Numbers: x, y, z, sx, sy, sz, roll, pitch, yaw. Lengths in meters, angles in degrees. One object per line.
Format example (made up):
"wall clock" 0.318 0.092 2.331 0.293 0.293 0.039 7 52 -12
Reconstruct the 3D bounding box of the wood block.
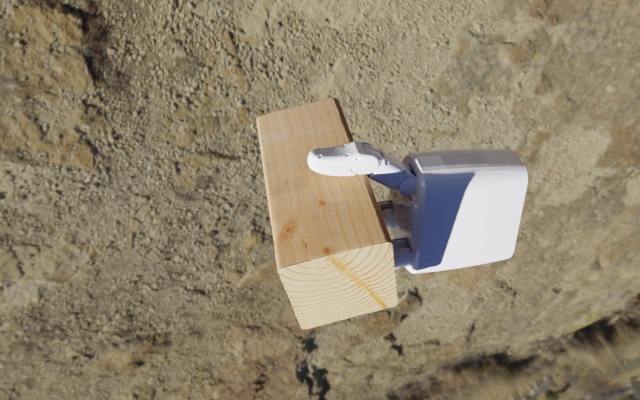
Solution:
"wood block" 0.000 0.001 0.456 0.090 0.091 0.206 -14 44 -1
